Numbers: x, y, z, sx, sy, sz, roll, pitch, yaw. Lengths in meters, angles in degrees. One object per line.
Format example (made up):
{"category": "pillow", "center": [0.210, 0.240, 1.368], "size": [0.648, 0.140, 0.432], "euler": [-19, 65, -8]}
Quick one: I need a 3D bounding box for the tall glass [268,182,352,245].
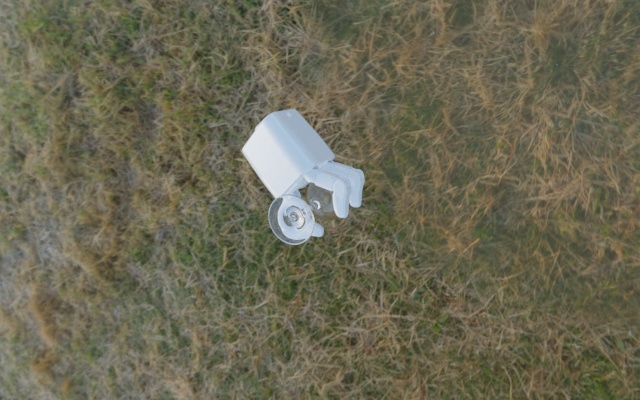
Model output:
{"category": "tall glass", "center": [0.000, 0.003, 0.762], "size": [0.079, 0.079, 0.201], "euler": [0, 14, 26]}
